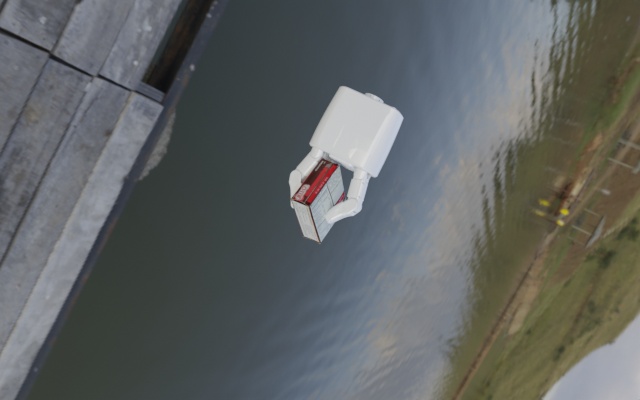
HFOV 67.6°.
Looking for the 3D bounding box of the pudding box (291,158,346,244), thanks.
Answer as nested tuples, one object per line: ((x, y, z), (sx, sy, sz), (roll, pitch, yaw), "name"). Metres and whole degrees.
((0.000, 0.003, 0.760), (0.039, 0.090, 0.114), (23, -29, 27), "pudding box")
